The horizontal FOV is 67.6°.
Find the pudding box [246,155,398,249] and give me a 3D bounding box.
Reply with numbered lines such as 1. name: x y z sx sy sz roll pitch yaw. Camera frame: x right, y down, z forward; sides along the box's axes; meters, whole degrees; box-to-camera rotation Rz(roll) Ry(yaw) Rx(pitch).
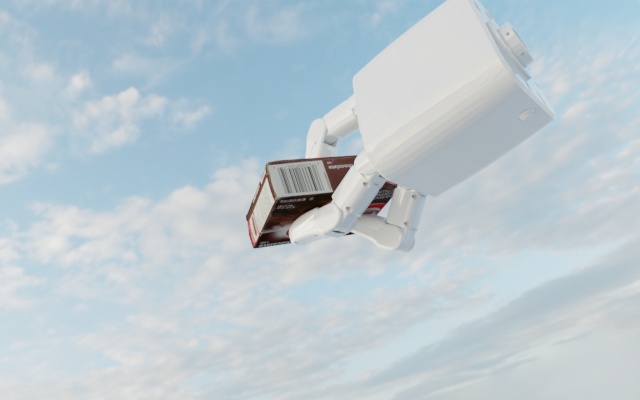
1. pudding box: 0.000 0.001 0.411 0.113 0.039 0.090 -4 -29 -23
